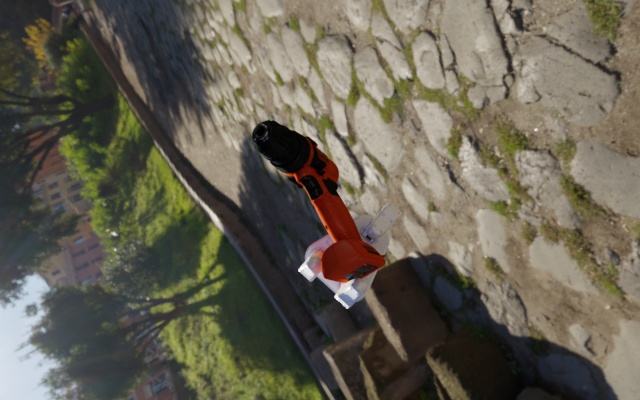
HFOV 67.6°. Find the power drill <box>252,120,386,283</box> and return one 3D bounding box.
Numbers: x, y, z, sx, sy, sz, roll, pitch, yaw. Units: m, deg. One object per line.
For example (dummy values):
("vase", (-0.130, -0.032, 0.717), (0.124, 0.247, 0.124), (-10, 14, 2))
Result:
("power drill", (0.000, 0.002, 0.569), (0.057, 0.187, 0.184), (-32, -24, 16))
